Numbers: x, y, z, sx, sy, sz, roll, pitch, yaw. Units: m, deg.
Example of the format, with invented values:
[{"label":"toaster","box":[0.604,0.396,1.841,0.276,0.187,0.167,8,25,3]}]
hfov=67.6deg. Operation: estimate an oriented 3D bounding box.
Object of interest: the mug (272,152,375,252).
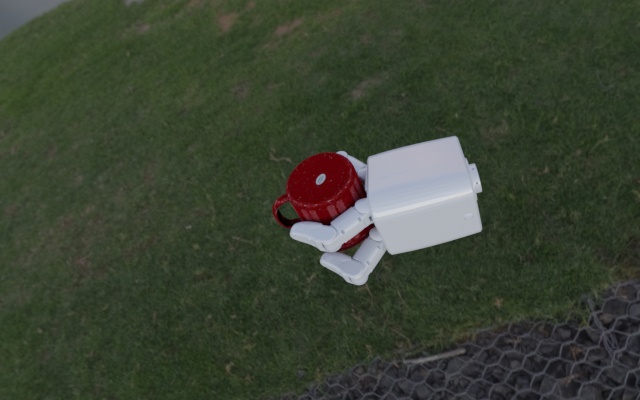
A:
[{"label":"mug","box":[-0.001,0.002,0.555,0.117,0.093,0.082,-14,-42,14]}]
